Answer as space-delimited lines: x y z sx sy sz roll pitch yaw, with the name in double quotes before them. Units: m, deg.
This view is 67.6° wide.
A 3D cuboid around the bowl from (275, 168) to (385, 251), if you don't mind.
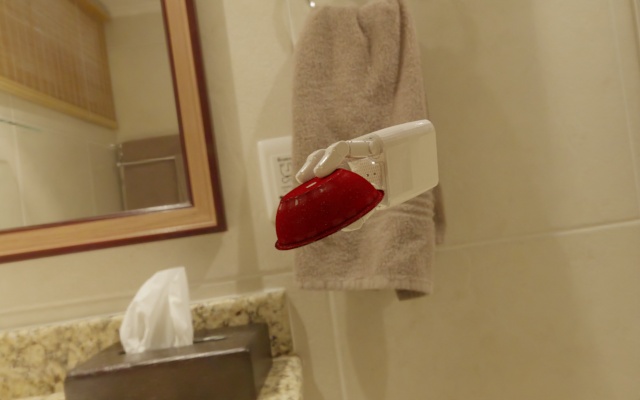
"bowl" -0.001 0.002 0.627 0.162 0.055 0.162 -26 10 5
